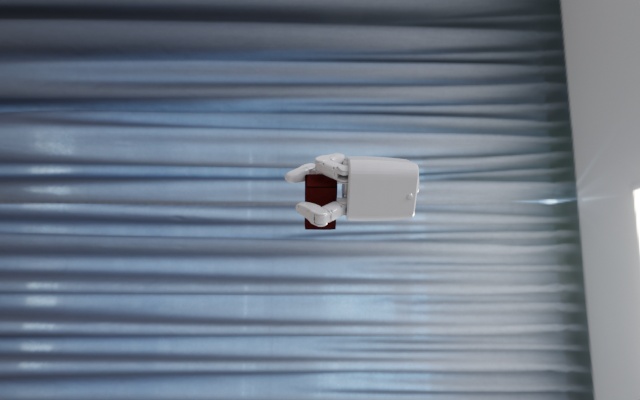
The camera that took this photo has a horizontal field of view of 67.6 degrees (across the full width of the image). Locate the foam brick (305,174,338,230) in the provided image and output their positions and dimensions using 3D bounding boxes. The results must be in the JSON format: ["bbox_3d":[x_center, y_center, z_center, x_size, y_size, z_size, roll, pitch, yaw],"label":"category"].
[{"bbox_3d":[0.000,0.003,0.770,0.051,0.078,0.053,0,27,-2],"label":"foam brick"}]
